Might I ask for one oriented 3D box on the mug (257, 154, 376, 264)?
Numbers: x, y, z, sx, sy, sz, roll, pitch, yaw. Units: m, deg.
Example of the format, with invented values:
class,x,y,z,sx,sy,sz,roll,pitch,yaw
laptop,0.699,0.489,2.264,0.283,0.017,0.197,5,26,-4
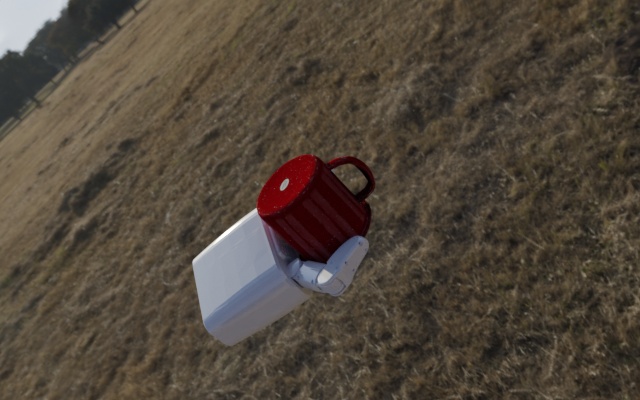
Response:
class,x,y,z,sx,sy,sz,roll,pitch,yaw
mug,0.001,0.001,0.475,0.117,0.081,0.093,-37,31,13
